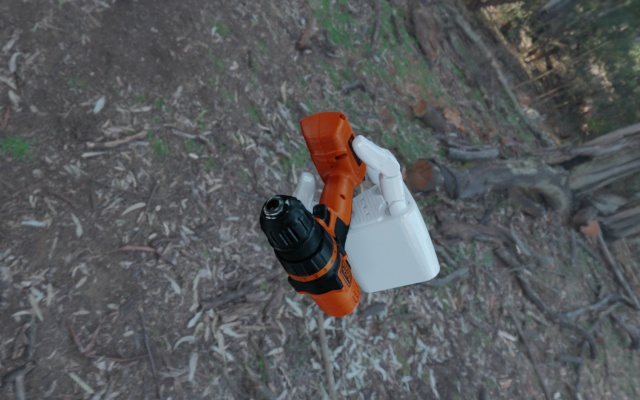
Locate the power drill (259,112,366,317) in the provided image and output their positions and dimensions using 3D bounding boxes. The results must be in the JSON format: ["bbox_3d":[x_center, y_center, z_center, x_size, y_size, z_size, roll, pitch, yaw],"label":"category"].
[{"bbox_3d":[0.000,0.001,0.482,0.057,0.187,0.185,-4,-37,19],"label":"power drill"}]
